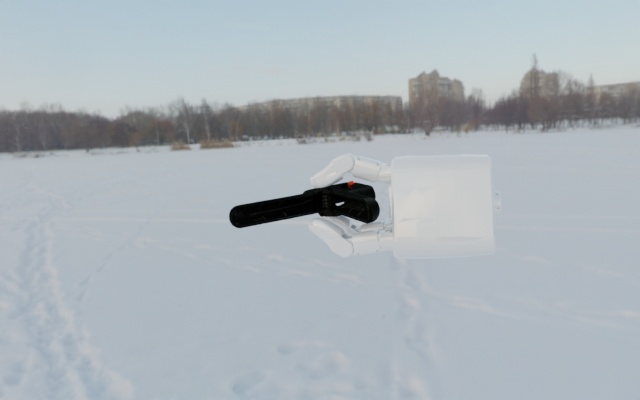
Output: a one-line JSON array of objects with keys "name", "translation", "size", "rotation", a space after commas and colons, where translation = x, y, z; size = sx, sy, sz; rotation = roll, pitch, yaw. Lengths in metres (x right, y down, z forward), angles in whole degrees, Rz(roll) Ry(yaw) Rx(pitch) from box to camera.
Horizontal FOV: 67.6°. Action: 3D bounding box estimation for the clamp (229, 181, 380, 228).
[{"name": "clamp", "translation": [0.000, 0.001, 0.570], "size": [0.164, 0.036, 0.210], "rotation": [-3, 7, 15]}]
